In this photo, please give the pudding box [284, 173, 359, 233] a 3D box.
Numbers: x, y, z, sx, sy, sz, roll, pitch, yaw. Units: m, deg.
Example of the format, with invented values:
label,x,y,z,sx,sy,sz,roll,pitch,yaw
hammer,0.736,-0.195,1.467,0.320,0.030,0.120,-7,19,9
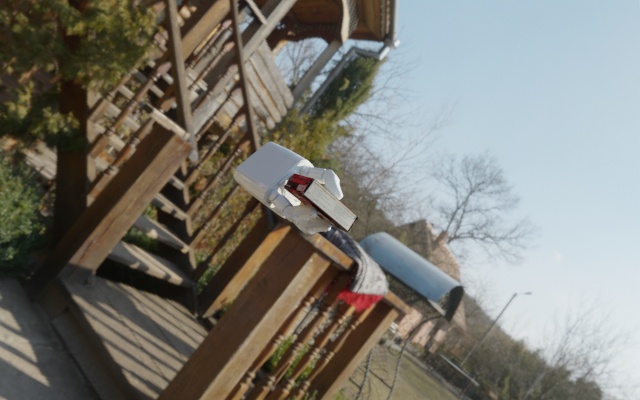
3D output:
label,x,y,z,sx,sy,sz,roll,pitch,yaw
pudding box,0.000,0.003,0.820,0.113,0.039,0.090,38,-6,-25
